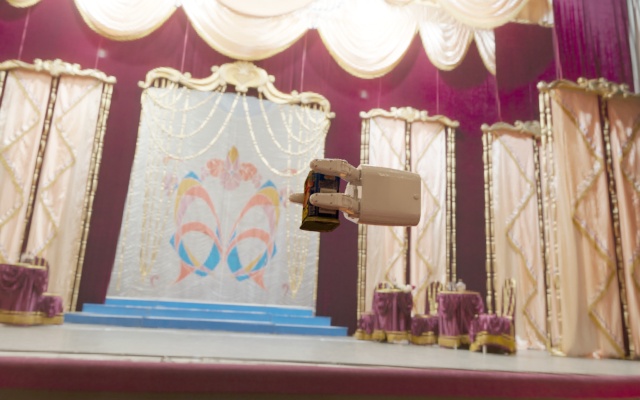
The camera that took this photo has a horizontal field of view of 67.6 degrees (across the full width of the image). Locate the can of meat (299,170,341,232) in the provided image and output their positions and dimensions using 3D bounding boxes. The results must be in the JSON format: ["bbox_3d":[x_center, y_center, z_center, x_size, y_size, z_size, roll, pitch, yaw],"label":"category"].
[{"bbox_3d":[0.000,0.002,0.785,0.057,0.084,0.102,5,-13,-9],"label":"can of meat"}]
